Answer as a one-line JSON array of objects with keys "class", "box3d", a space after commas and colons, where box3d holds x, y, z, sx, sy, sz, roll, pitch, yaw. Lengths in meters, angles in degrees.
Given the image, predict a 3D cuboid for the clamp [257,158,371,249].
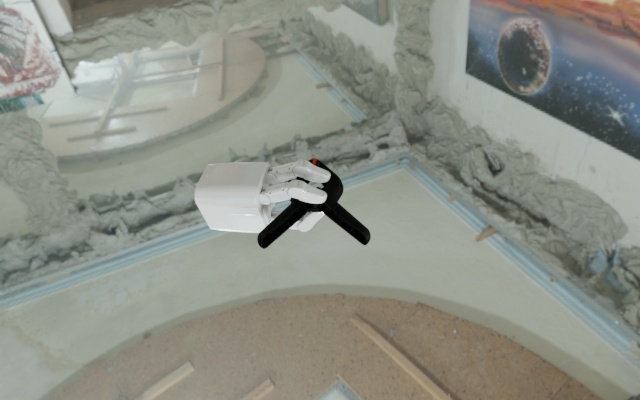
[{"class": "clamp", "box3d": [0.000, 0.003, 0.761, 0.164, 0.036, 0.209, 3, 39, 6]}]
